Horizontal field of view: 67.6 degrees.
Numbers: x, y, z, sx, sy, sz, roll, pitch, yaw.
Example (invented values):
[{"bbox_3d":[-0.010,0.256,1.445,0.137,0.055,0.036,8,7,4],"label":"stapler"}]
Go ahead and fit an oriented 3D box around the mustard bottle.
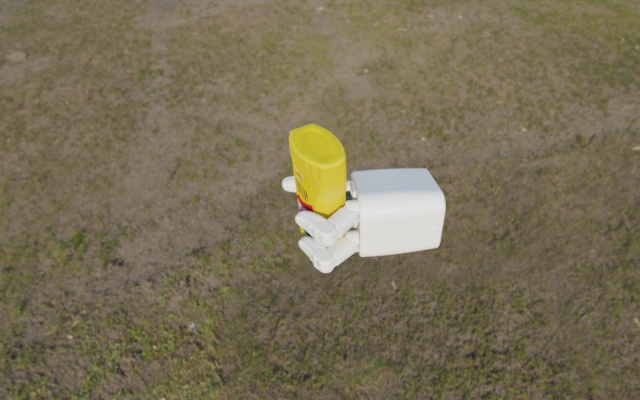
[{"bbox_3d":[0.000,0.002,0.630,0.058,0.192,0.096,-22,45,-18],"label":"mustard bottle"}]
